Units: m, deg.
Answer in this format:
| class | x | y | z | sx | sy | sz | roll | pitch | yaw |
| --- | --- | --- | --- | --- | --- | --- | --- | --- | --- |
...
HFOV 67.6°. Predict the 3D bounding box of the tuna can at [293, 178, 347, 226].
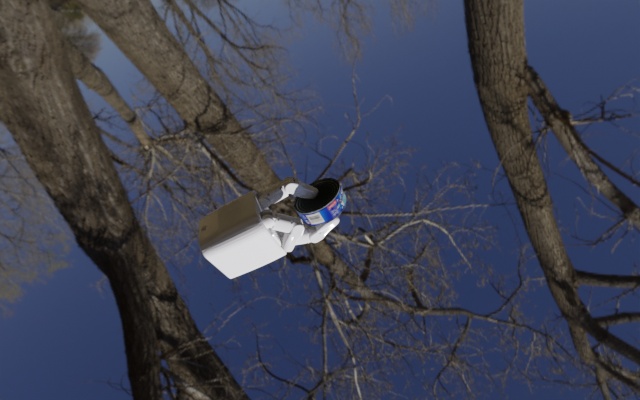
| class | x | y | z | sx | sy | sz | roll | pitch | yaw |
| --- | --- | --- | --- | --- | --- | --- | --- | --- | --- |
| tuna can | 0.000 | 0.003 | 0.799 | 0.086 | 0.034 | 0.086 | -22 | 33 | 15 |
